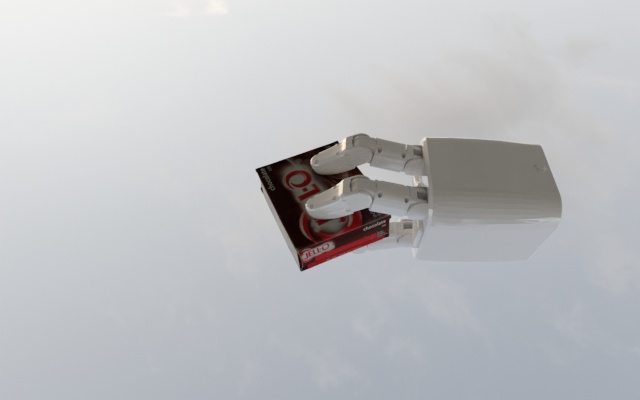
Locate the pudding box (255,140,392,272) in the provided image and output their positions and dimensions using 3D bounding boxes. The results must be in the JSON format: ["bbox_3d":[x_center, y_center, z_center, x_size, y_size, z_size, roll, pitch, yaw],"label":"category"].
[{"bbox_3d":[0.000,0.002,0.447,0.090,0.039,0.113,-20,47,-14],"label":"pudding box"}]
